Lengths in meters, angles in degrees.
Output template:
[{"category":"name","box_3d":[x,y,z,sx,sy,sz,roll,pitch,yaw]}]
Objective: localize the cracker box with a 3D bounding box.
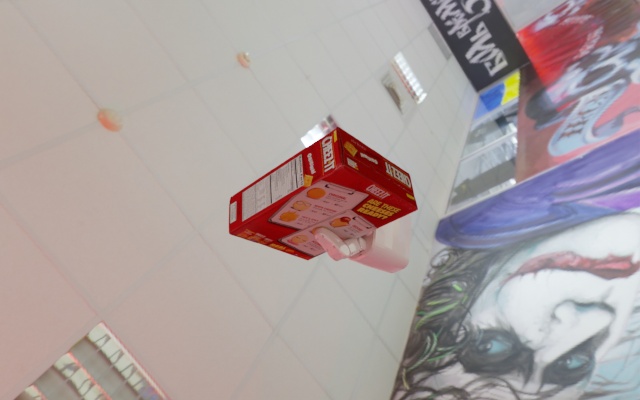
[{"category":"cracker box","box_3d":[0.000,0.002,0.676,0.214,0.072,0.164,-30,-38,33]}]
